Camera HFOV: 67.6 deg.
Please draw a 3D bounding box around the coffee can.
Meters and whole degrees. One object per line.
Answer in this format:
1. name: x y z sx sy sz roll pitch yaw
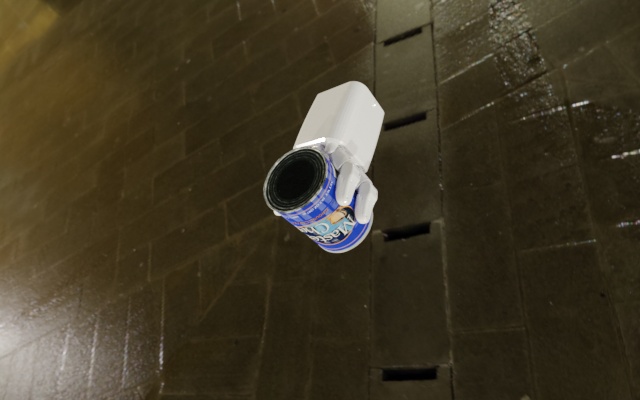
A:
1. coffee can: 0.000 0.002 0.691 0.103 0.102 0.140 0 -27 35
